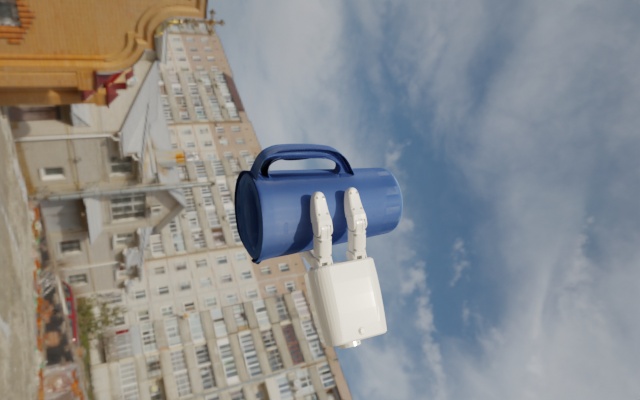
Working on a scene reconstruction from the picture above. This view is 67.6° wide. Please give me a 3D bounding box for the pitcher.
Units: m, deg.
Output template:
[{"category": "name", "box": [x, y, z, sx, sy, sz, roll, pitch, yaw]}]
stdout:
[{"category": "pitcher", "box": [0.000, 0.003, 0.721, 0.243, 0.145, 0.149, -7, -15, -25]}]
